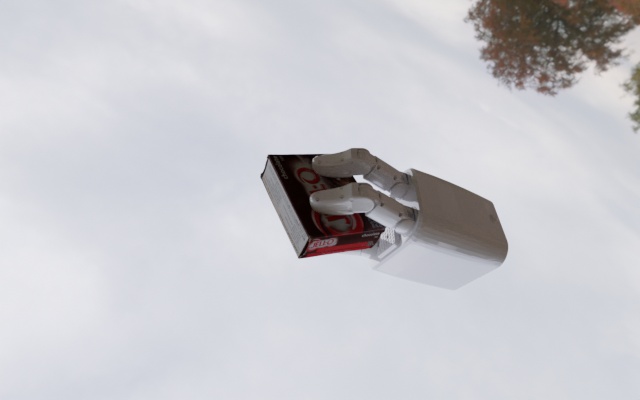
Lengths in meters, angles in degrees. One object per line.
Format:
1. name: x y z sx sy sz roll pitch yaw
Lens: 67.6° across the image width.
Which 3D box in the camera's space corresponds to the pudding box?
1. pudding box: 0.000 0.002 0.487 0.090 0.113 0.039 -4 -42 -34
